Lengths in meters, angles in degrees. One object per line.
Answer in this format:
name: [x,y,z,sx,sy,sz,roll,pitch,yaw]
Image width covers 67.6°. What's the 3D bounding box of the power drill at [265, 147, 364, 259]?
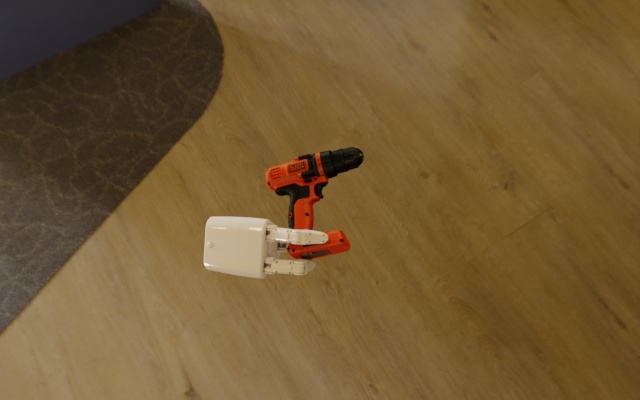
power drill: [0.000,0.003,0.845,0.184,0.187,0.057,-15,-24,12]
